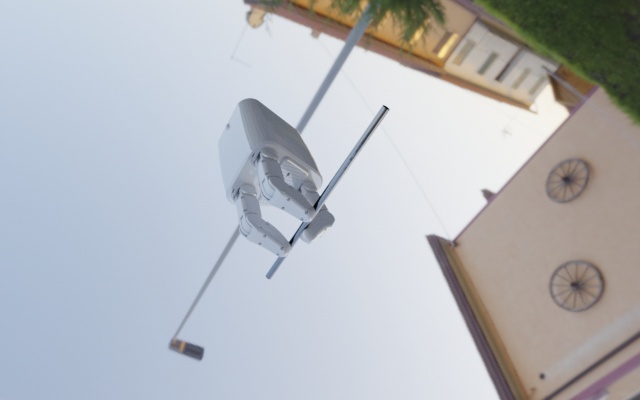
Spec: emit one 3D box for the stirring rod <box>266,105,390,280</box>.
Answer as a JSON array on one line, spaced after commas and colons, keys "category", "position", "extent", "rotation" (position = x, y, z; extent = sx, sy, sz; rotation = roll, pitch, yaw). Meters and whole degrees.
[{"category": "stirring rod", "position": [0.000, 0.002, 0.495], "extent": [0.011, 0.240, 0.011], "rotation": [26, 30, -16]}]
